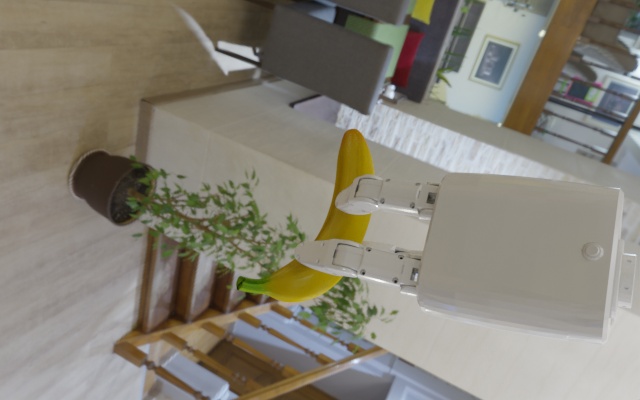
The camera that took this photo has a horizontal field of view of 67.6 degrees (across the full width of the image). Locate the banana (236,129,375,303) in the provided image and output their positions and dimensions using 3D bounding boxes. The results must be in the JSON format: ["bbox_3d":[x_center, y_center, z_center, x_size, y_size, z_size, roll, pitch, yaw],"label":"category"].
[{"bbox_3d":[0.010,0.017,0.410,0.037,0.070,0.197,-21,28,48],"label":"banana"}]
